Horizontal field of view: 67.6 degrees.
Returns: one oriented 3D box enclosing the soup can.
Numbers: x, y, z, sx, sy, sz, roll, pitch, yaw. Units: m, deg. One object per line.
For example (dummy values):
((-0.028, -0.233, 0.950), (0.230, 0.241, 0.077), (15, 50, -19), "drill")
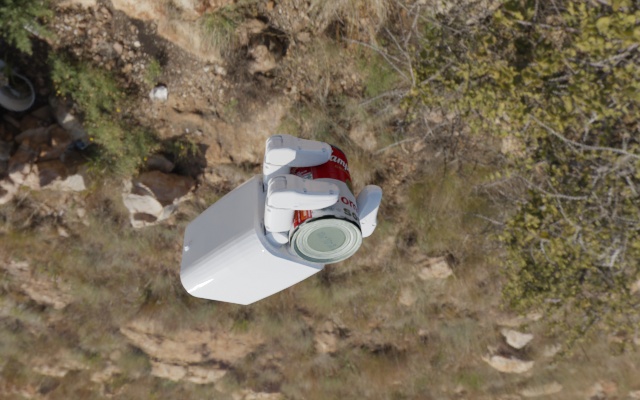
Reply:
((0.001, 0.002, 0.461), (0.068, 0.102, 0.069), (-4, -44, -4), "soup can")
